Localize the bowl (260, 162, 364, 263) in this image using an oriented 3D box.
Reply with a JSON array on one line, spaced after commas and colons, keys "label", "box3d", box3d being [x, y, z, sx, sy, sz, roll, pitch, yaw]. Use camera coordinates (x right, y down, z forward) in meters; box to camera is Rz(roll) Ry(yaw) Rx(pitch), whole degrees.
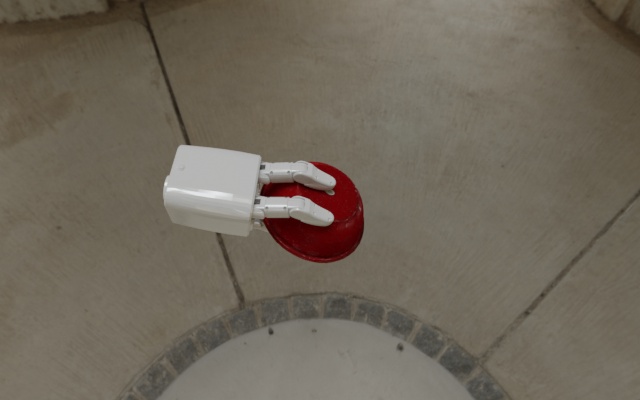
[{"label": "bowl", "box3d": [0.001, 0.002, 0.660, 0.162, 0.162, 0.055, 0, -31, -28]}]
